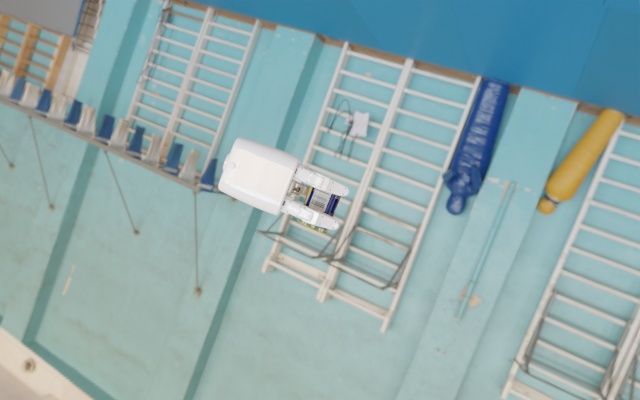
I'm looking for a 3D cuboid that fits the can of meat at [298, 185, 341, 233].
[{"bbox_3d":[0.000,0.003,0.799,0.057,0.084,0.102,22,4,-3],"label":"can of meat"}]
